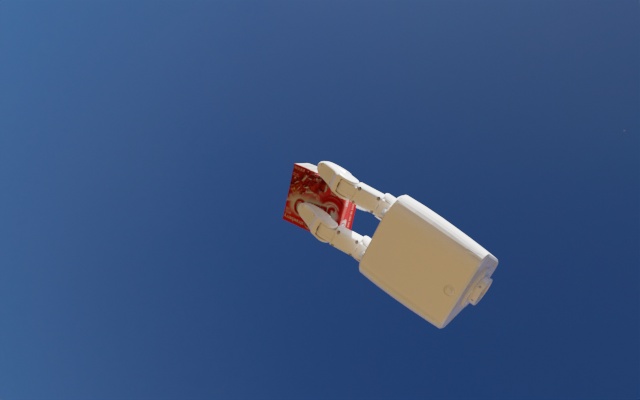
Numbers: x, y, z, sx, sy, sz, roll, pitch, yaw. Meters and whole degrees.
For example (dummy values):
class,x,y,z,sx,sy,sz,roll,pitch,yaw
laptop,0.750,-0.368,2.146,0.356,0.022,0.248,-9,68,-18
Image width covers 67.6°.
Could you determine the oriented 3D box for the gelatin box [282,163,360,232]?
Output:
class,x,y,z,sx,sy,sz,roll,pitch,yaw
gelatin box,0.000,0.002,0.572,0.089,0.073,0.030,23,17,36
